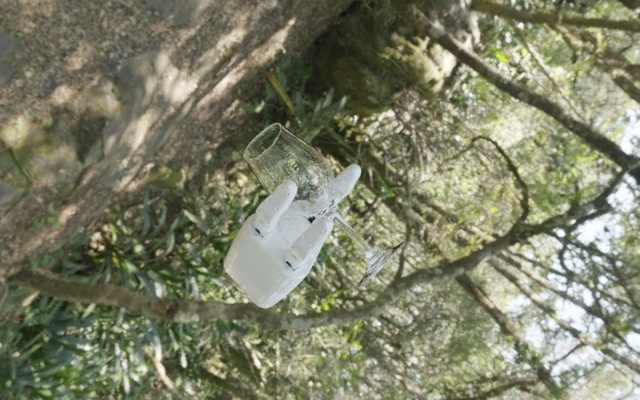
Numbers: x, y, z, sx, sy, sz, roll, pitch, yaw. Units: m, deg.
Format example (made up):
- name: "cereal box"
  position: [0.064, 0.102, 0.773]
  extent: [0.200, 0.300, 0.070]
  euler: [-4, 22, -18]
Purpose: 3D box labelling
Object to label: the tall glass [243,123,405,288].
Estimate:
- name: "tall glass"
  position: [0.001, 0.002, 0.550]
  extent: [0.079, 0.201, 0.079]
  euler: [-43, -7, -6]
